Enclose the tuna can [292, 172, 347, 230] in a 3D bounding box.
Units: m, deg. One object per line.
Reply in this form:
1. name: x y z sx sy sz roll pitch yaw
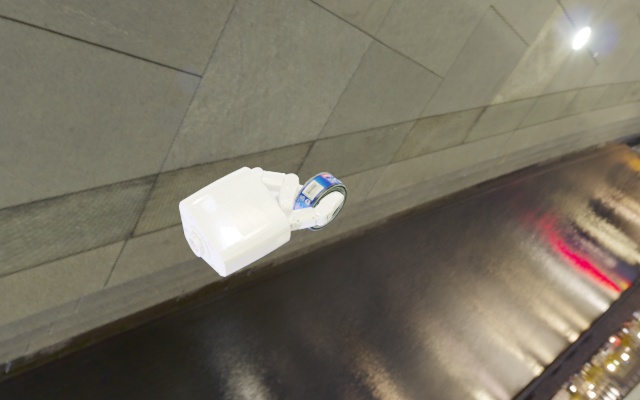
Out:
1. tuna can: 0.001 0.003 0.719 0.033 0.086 0.086 38 20 29
